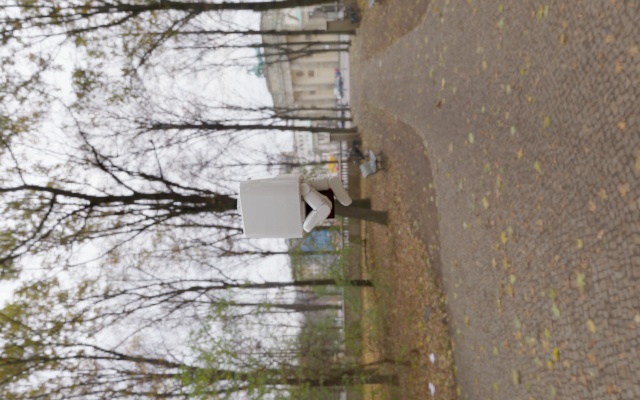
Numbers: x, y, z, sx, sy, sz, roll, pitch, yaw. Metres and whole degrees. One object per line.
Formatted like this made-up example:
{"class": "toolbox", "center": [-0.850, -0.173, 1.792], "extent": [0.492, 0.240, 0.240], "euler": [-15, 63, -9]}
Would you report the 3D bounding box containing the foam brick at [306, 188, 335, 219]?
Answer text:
{"class": "foam brick", "center": [0.000, 0.003, 0.897], "extent": [0.051, 0.053, 0.078], "euler": [-3, 8, 2]}
